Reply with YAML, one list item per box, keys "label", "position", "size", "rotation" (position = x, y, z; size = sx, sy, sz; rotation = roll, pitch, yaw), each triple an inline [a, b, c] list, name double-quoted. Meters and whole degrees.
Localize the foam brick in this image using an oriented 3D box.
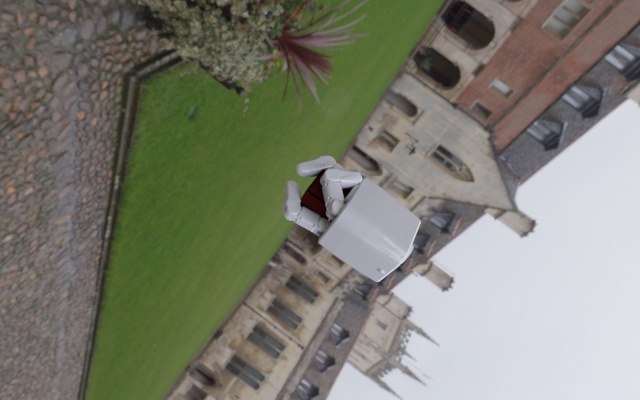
- label: "foam brick"
  position: [0.000, 0.002, 0.708]
  size: [0.051, 0.053, 0.078]
  rotation: [36, -35, 1]
